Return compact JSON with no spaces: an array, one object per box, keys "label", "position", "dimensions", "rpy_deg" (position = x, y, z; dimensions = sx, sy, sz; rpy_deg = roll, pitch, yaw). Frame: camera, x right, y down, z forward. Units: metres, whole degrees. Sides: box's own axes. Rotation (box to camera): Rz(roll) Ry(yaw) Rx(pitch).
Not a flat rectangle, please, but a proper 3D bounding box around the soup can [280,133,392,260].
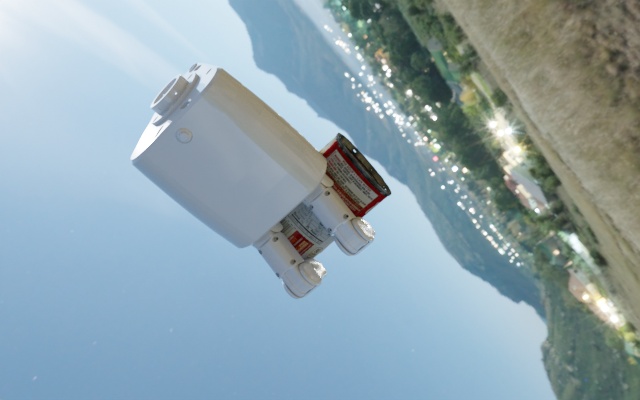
[{"label":"soup can","position":[0.000,0.002,0.409],"dimensions":[0.102,0.068,0.068],"rpy_deg":[-41,-11,13]}]
